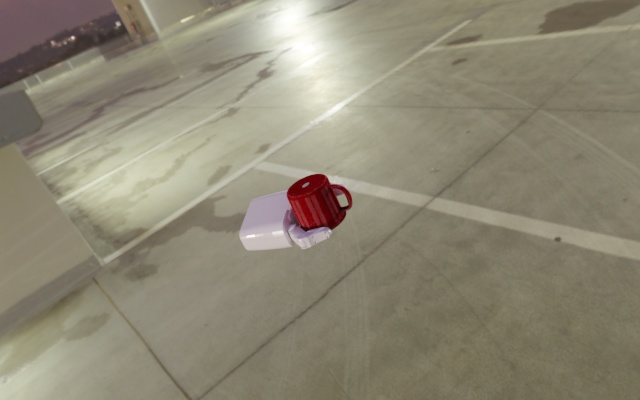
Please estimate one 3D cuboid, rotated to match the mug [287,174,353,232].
[{"bbox_3d":[0.001,0.002,0.859,0.117,0.081,0.093,-11,28,27],"label":"mug"}]
